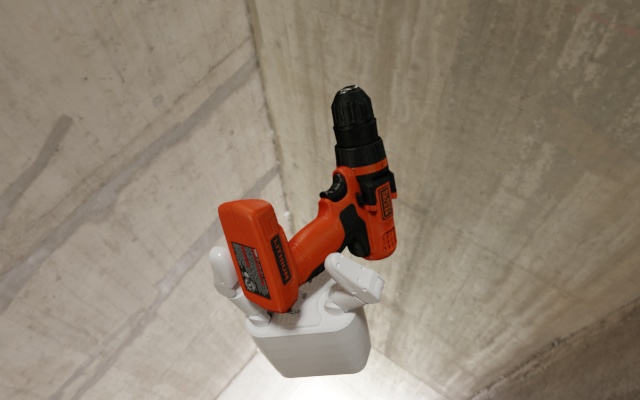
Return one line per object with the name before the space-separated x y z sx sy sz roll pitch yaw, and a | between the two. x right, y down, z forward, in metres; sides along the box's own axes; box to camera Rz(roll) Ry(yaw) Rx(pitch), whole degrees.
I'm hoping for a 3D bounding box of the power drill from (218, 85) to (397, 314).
power drill | 0.000 0.002 0.445 0.187 0.184 0.057 -29 24 -38
